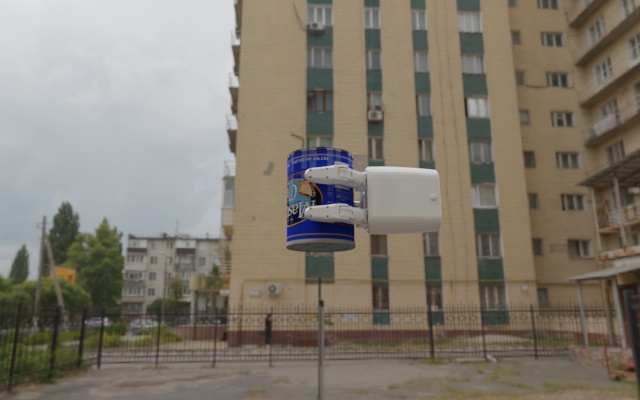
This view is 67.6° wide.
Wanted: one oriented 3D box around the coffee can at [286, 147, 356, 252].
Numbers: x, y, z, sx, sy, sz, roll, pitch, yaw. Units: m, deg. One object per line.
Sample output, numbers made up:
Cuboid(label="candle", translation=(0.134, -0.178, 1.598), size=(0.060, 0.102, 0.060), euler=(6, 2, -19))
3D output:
Cuboid(label="coffee can", translation=(0.000, 0.003, 0.718), size=(0.103, 0.140, 0.103), euler=(0, -13, 0))
